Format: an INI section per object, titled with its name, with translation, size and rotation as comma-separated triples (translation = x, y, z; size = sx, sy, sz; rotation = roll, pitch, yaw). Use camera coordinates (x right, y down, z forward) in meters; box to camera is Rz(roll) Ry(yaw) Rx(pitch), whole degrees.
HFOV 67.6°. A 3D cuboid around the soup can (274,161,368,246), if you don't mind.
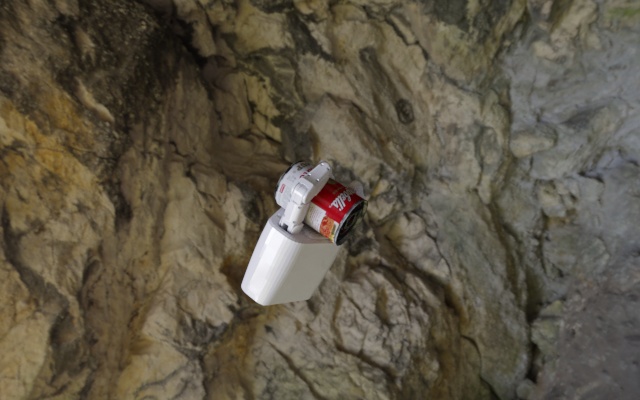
[soup can]
translation = 0.000, 0.001, 0.610
size = 0.102, 0.068, 0.068
rotation = 34, 13, 20
